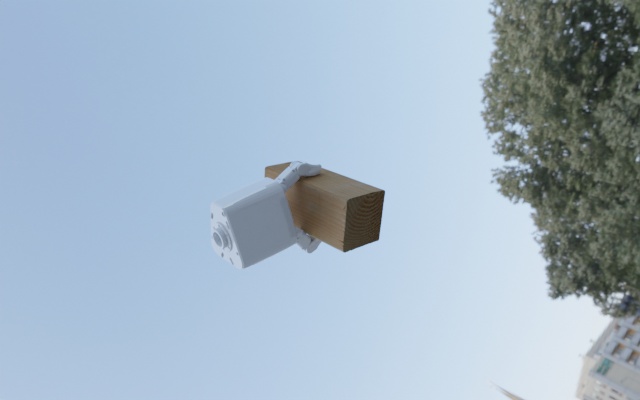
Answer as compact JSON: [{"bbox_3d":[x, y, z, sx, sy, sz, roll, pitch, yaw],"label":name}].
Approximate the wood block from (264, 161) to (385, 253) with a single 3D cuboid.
[{"bbox_3d":[0.000,0.002,0.816,0.090,0.091,0.206,-14,27,-41],"label":"wood block"}]
